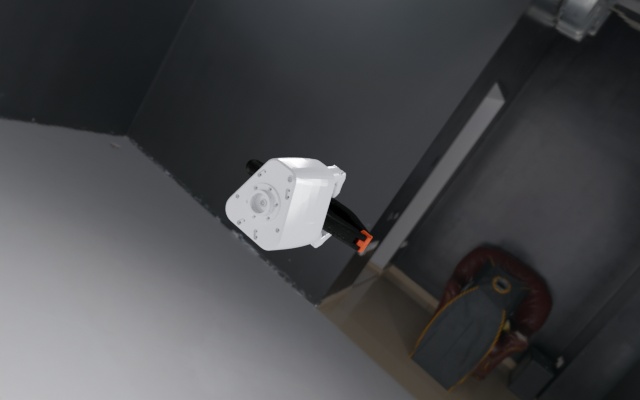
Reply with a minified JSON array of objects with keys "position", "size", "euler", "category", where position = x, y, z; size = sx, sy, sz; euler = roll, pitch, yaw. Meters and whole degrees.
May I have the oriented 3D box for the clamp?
[{"position":[0.001,0.002,0.747],"size":[0.210,0.036,0.164],"euler":[38,19,20],"category":"clamp"}]
